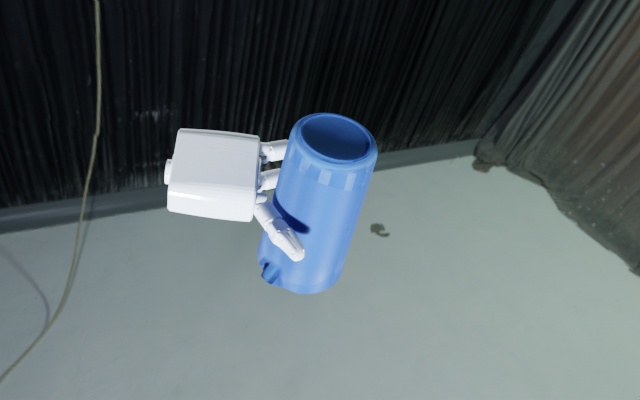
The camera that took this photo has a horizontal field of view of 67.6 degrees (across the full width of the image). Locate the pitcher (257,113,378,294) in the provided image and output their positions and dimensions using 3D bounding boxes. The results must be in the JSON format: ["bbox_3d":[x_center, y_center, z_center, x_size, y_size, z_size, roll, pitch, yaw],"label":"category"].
[{"bbox_3d":[0.000,0.002,0.655,0.145,0.149,0.243,6,-45,-12],"label":"pitcher"}]
